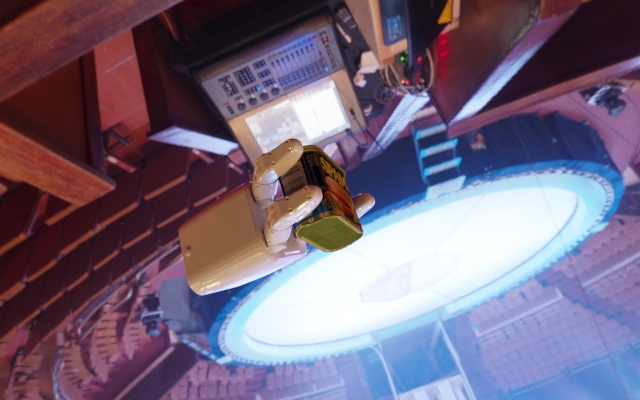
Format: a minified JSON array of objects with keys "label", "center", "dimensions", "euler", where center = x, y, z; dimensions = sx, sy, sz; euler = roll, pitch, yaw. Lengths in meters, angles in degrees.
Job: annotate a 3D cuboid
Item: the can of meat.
[{"label":"can of meat","center":[0.000,0.002,0.513],"dimensions":[0.057,0.084,0.102],"euler":[-26,-28,16]}]
